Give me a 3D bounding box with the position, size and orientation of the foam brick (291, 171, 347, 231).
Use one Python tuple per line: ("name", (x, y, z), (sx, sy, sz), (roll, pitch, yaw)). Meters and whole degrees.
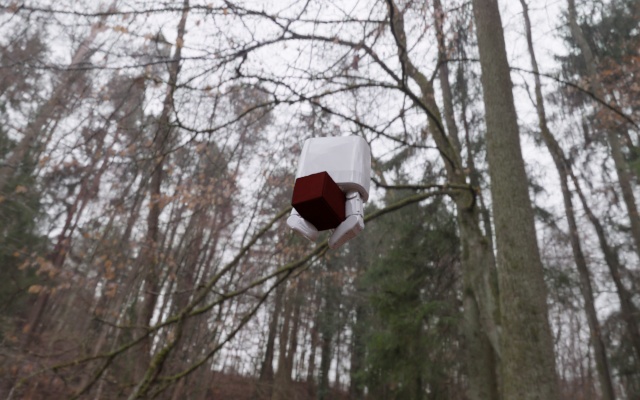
("foam brick", (0.000, 0.002, 0.705), (0.053, 0.051, 0.078), (-12, -40, 26))
